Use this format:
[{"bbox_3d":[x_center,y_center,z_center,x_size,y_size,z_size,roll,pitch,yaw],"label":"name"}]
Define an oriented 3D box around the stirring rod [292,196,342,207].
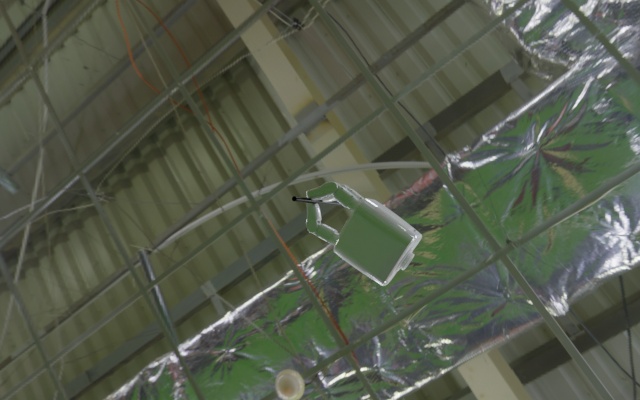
[{"bbox_3d":[0.000,0.003,0.862,0.011,0.011,0.239,0,-3,20],"label":"stirring rod"}]
